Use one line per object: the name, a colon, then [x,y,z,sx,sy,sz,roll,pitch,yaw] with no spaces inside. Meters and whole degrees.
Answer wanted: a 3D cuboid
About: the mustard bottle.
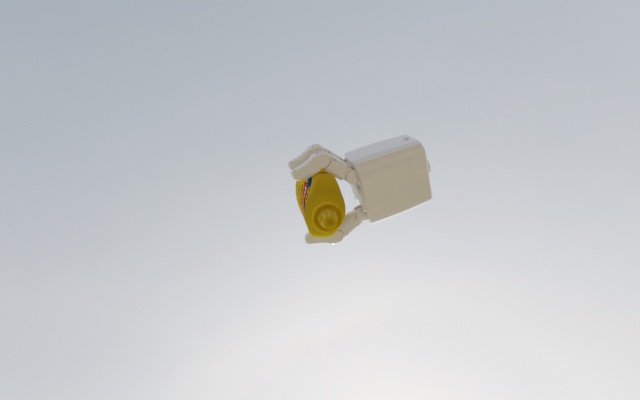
mustard bottle: [0.000,0.002,0.708,0.058,0.096,0.191,4,16,-10]
